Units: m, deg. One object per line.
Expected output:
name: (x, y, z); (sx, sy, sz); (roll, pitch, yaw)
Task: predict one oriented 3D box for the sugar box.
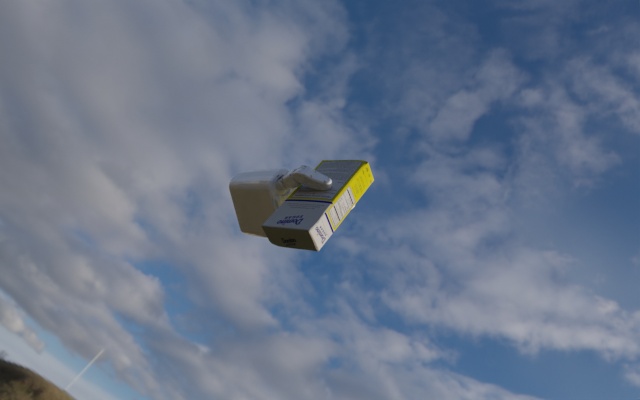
sugar box: (0.000, 0.003, 0.726); (0.093, 0.048, 0.176); (4, 41, 38)
